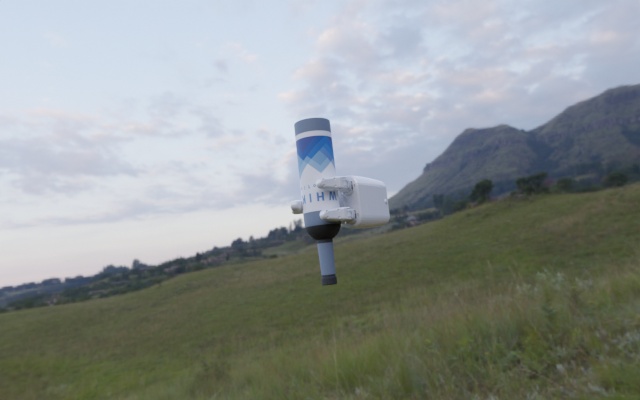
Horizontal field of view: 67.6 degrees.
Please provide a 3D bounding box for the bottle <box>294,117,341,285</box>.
[{"bbox_3d":[0.000,0.003,0.858,0.069,0.295,0.069,-6,-7,-1],"label":"bottle"}]
